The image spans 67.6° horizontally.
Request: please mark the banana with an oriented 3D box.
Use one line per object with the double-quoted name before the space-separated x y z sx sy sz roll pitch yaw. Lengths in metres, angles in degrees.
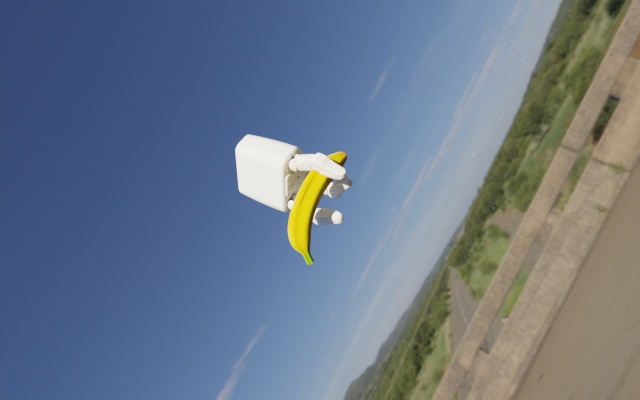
"banana" -0.010 -0.001 0.764 0.037 0.197 0.070 10 -16 34
